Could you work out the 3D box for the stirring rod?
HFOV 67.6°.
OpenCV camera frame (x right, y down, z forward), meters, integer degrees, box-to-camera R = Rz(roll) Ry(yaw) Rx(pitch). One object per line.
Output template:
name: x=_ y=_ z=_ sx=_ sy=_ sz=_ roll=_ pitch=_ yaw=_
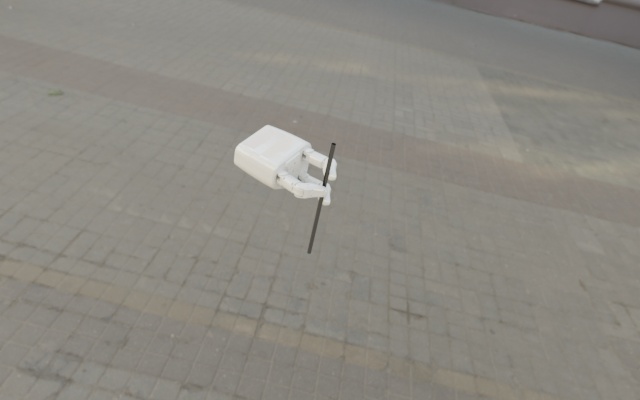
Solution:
stirring rod: x=0.000 y=0.003 z=0.886 sx=0.011 sy=0.240 sz=0.011 roll=9 pitch=31 yaw=-6
